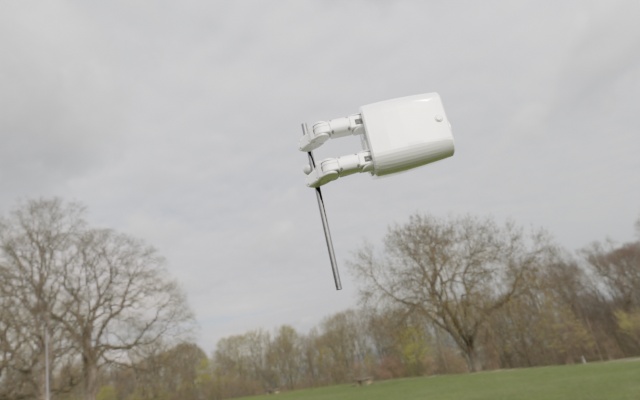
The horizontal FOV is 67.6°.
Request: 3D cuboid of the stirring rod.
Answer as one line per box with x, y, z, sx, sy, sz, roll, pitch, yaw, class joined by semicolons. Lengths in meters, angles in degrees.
0.000;0.002;0.647;0.011;0.239;0.011;-11;-19;-4;stirring rod
